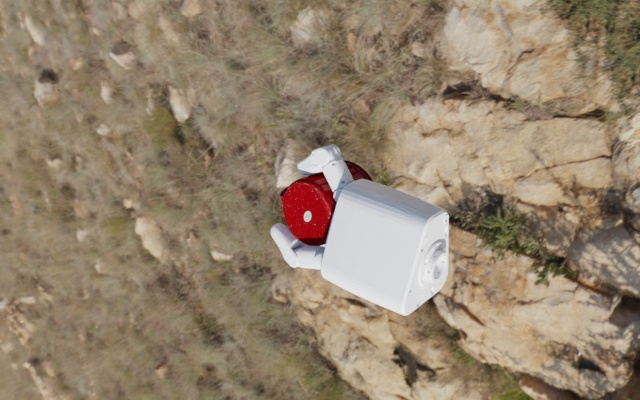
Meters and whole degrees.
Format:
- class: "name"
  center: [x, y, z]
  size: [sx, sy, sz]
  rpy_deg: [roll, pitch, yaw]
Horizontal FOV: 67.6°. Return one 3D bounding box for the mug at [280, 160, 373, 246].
- class: "mug"
  center: [-0.001, 0.001, 0.582]
  size: [0.117, 0.093, 0.081]
  rpy_deg: [21, 29, 36]
